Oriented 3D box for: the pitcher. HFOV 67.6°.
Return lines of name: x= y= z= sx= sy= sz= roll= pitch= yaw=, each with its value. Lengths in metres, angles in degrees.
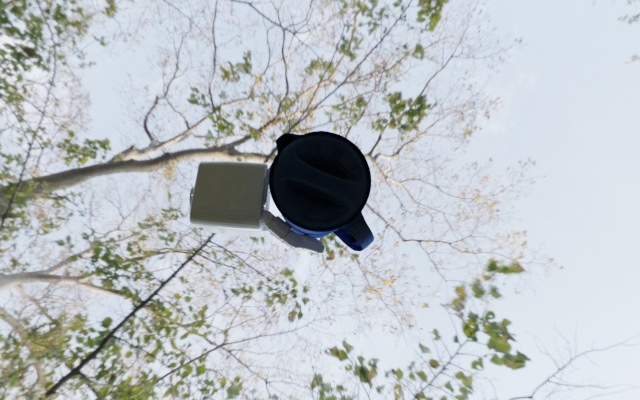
pitcher: x=0.000 y=0.002 z=0.724 sx=0.145 sy=0.149 sz=0.243 roll=4 pitch=-10 yaw=-2
